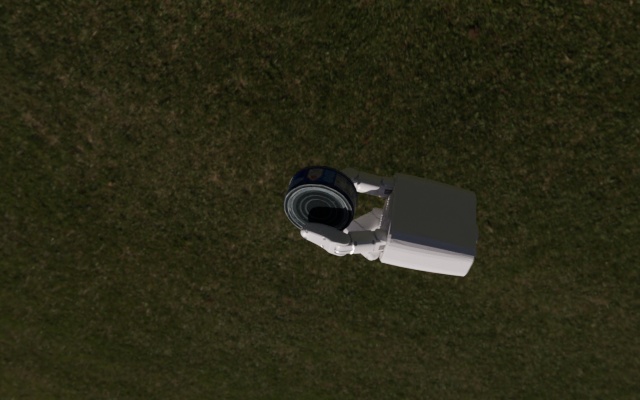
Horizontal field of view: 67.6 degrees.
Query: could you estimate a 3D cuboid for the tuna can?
[{"bbox_3d":[0.000,0.002,0.571,0.086,0.086,0.033,0,41,15],"label":"tuna can"}]
